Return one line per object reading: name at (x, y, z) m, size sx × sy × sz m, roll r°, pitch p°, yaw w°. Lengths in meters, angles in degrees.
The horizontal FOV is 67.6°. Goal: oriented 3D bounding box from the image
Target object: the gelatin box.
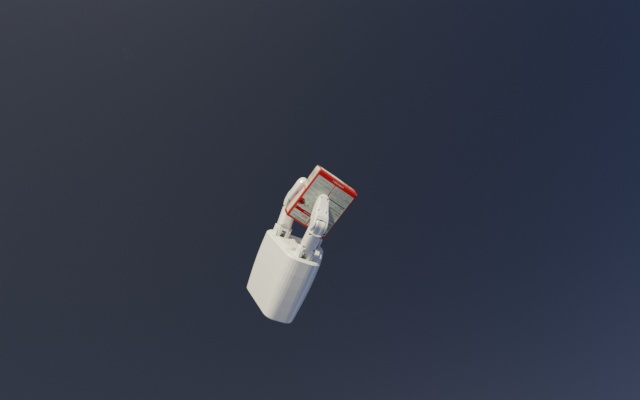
gelatin box at (0.000, 0.002, 0.732) m, size 0.073 × 0.089 × 0.030 m, roll 34°, pitch 11°, yaw -19°
